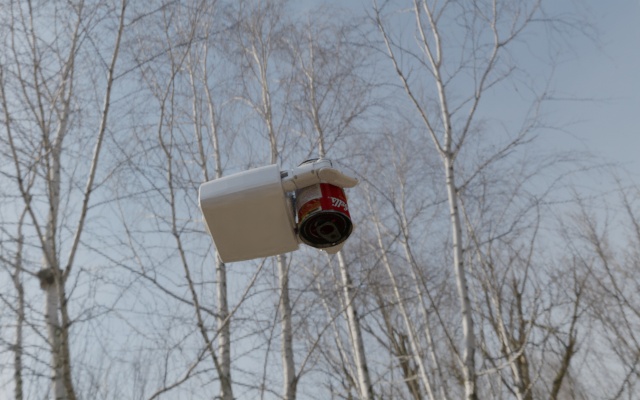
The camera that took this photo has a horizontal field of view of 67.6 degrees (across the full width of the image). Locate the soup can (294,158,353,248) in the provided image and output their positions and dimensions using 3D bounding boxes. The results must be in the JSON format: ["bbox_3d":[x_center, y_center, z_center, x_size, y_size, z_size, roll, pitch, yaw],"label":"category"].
[{"bbox_3d":[0.001,0.002,0.623,0.068,0.069,0.102,0,44,-10],"label":"soup can"}]
